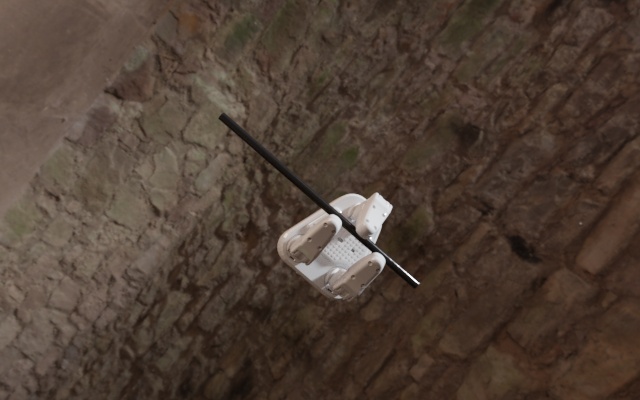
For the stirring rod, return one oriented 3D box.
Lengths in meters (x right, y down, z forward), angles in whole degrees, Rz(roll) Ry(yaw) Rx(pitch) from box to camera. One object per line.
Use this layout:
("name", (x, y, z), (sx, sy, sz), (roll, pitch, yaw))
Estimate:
("stirring rod", (0.000, 0.001, 0.443), (0.239, 0.011, 0.011), (41, -3, -4))
